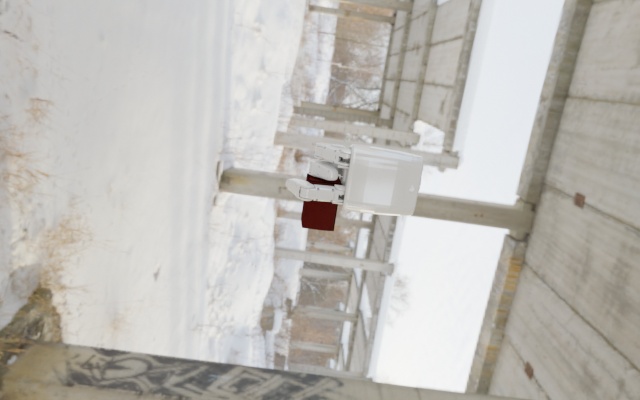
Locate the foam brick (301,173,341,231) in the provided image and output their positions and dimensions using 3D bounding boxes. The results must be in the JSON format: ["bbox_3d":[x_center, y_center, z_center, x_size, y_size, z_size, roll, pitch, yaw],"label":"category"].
[{"bbox_3d":[0.000,0.003,0.740,0.051,0.078,0.053,7,16,-5],"label":"foam brick"}]
